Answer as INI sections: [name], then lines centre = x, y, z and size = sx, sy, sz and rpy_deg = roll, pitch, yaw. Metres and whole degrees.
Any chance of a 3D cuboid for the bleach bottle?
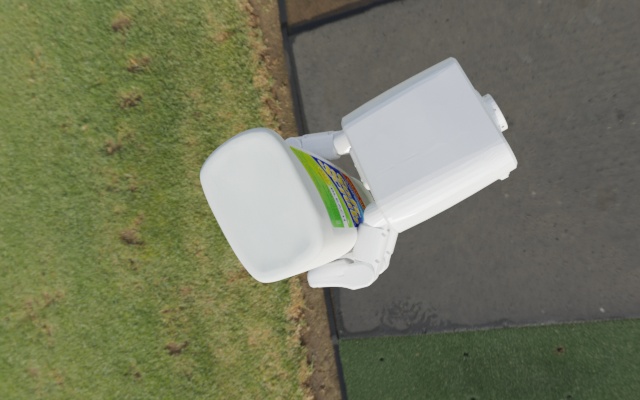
[bleach bottle]
centre = 0.000, 0.002, 0.424
size = 0.068, 0.102, 0.251
rpy_deg = -30, -8, 17
